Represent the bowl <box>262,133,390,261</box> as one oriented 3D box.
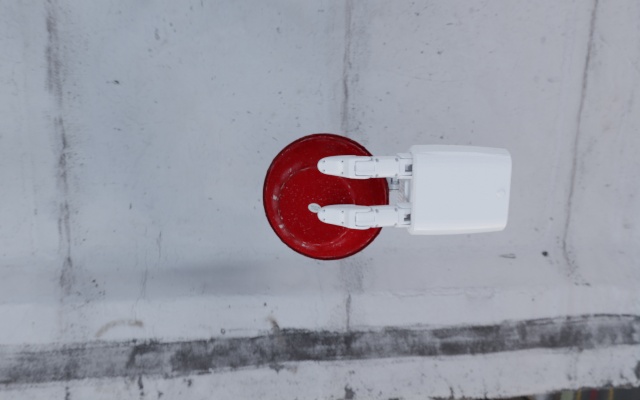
[{"bbox_3d":[-0.001,0.002,0.570,0.162,0.162,0.055,0,11,12],"label":"bowl"}]
